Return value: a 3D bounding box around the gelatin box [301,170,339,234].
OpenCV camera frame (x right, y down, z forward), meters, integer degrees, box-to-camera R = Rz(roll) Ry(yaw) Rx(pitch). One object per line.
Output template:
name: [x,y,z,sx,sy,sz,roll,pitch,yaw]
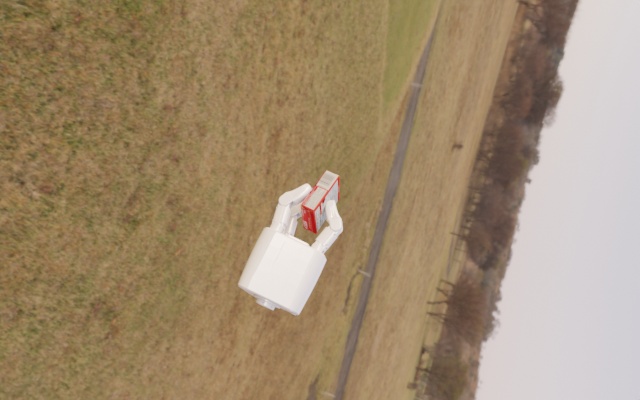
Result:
gelatin box: [0.001,0.003,0.836,0.030,0.089,0.073,26,-29,18]
